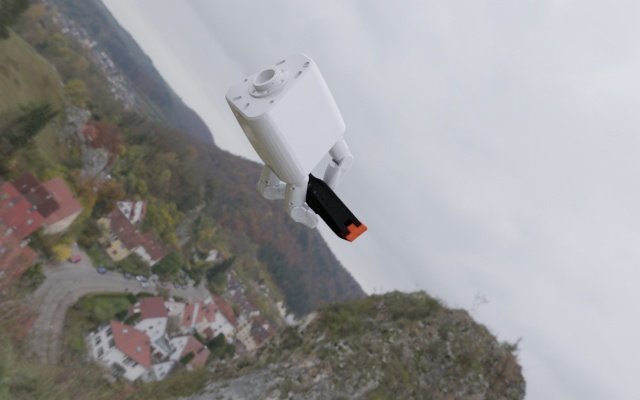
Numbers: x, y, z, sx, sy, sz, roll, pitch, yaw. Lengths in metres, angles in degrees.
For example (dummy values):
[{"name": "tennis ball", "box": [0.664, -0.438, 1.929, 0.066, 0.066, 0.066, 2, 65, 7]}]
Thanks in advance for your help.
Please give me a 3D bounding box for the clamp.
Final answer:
[{"name": "clamp", "box": [0.001, 0.002, 0.661, 0.210, 0.036, 0.165, 44, -10, 45]}]
